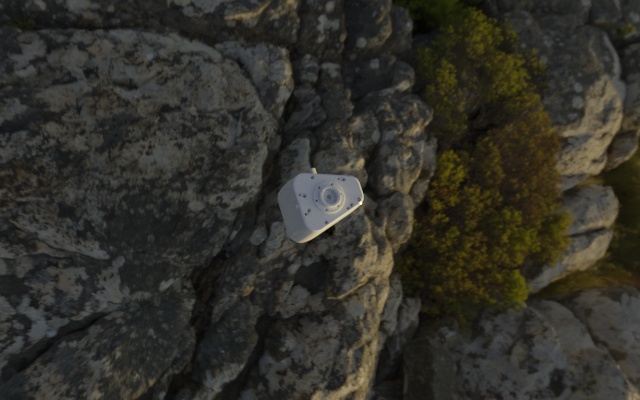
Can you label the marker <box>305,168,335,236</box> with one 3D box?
[{"bbox_3d":[0.000,0.003,0.830,0.020,0.121,0.020,-18,-6,-2],"label":"marker"}]
